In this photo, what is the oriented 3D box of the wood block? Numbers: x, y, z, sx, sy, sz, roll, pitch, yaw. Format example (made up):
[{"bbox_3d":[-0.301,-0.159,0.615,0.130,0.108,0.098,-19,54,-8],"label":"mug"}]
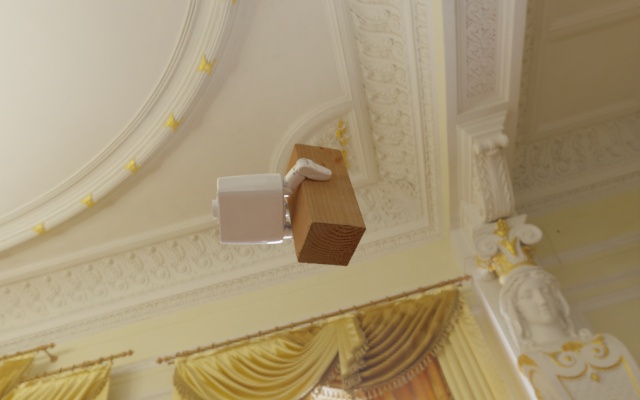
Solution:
[{"bbox_3d":[0.000,0.002,0.812,0.090,0.091,0.206,7,39,-18],"label":"wood block"}]
